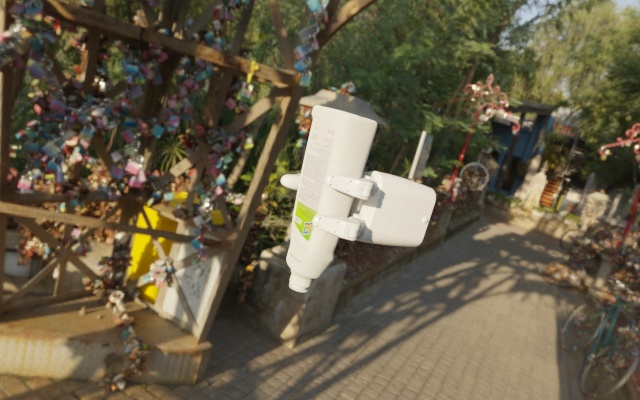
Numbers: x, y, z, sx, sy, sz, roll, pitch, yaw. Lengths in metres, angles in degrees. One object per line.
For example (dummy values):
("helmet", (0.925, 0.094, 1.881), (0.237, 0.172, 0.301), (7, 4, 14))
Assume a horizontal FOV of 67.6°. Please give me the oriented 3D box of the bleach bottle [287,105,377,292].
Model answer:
("bleach bottle", (0.000, 0.002, 0.658), (0.068, 0.251, 0.102), (11, 11, -29))
